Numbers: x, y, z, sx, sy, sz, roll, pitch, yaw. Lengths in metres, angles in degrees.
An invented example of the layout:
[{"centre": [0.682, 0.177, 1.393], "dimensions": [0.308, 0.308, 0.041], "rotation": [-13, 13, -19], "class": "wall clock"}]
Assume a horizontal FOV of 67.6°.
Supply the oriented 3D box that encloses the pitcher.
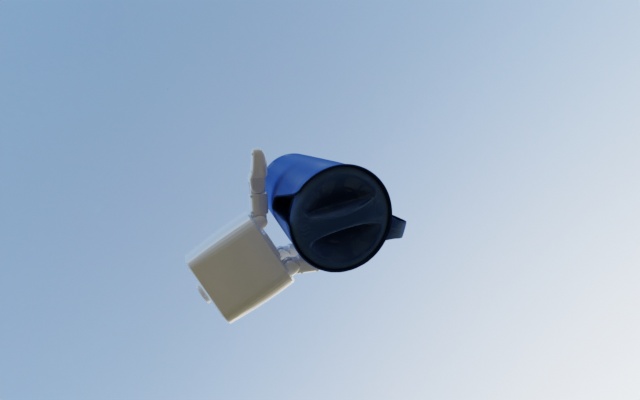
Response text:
[{"centre": [0.000, 0.002, 0.676], "dimensions": [0.145, 0.149, 0.242], "rotation": [-34, 20, -8], "class": "pitcher"}]
